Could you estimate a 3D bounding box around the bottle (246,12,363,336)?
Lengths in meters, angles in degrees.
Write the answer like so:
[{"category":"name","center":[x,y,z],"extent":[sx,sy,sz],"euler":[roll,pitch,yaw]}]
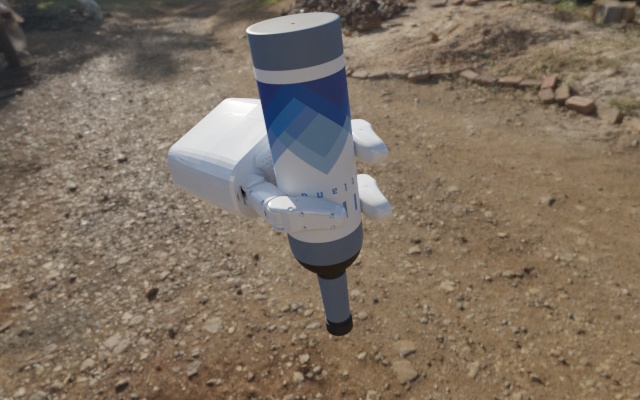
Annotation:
[{"category":"bottle","center":[0.000,0.001,0.407],"extent":[0.069,0.296,0.069],"euler":[-7,30,4]}]
